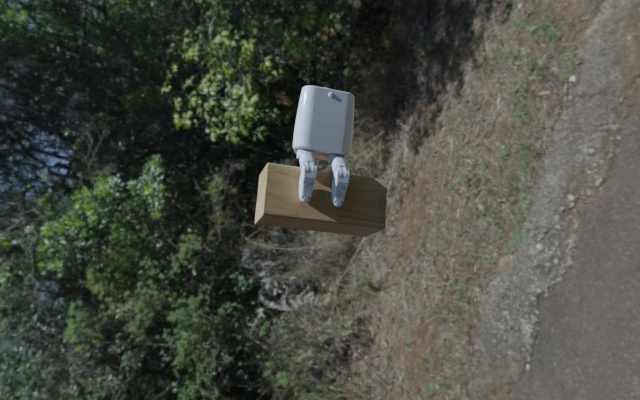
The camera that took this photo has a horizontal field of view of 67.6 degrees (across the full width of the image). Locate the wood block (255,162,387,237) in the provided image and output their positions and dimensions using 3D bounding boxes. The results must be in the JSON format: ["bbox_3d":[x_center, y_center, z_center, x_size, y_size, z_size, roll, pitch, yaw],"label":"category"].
[{"bbox_3d":[0.000,0.002,0.816,0.206,0.090,0.091,7,-13,-15],"label":"wood block"}]
